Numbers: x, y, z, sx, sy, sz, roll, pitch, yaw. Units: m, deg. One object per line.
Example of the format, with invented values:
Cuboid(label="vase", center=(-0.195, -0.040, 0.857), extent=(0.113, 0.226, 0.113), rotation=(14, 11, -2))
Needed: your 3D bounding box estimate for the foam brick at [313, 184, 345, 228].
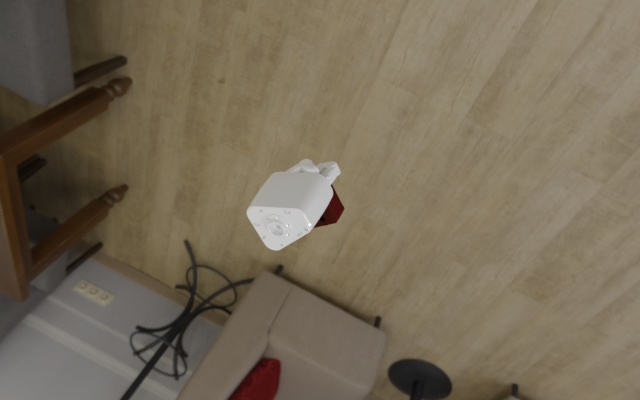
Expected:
Cuboid(label="foam brick", center=(0.000, 0.003, 0.879), extent=(0.053, 0.078, 0.051), rotation=(-14, 27, 30))
